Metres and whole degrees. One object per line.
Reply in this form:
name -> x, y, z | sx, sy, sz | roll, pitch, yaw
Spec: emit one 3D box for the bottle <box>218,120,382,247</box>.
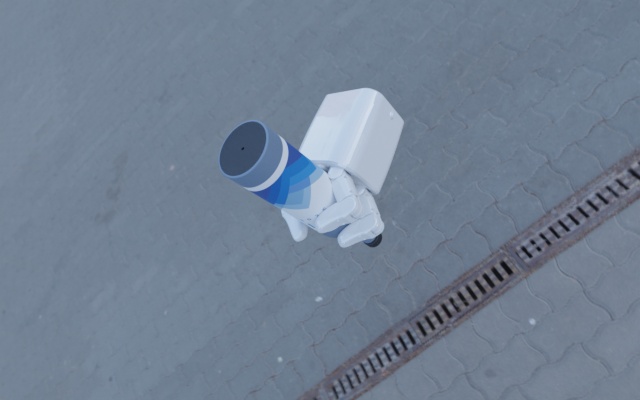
bottle -> 0.000, 0.002, 0.594 | 0.069, 0.069, 0.296 | 0, -22, 35
